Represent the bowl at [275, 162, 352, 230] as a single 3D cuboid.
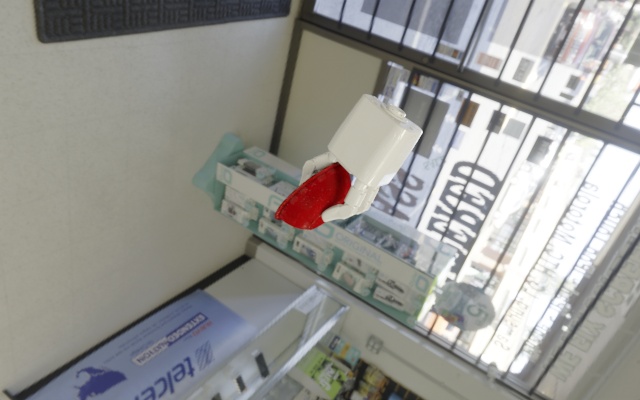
[{"bbox_3d":[0.000,0.004,0.836,0.162,0.055,0.162,-36,-11,-8],"label":"bowl"}]
